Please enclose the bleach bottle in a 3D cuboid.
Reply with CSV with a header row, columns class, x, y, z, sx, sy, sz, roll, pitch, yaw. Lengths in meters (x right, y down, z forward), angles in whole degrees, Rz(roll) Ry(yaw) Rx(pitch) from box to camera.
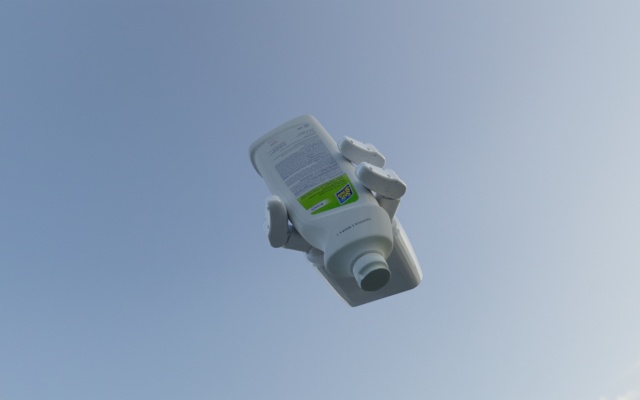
class,x,y,z,sx,sy,sz,roll,pitch,yaw
bleach bottle,0.000,0.002,0.508,0.102,0.068,0.250,-31,41,1
